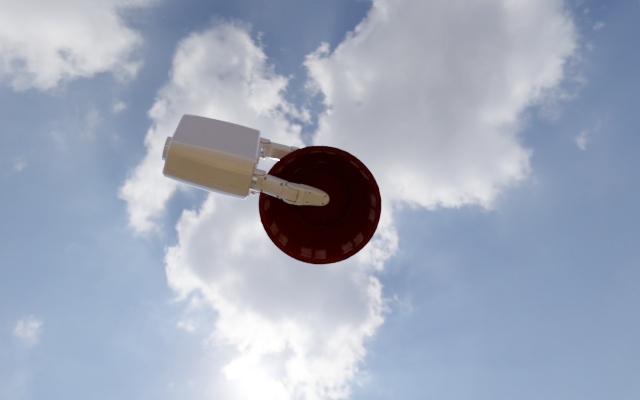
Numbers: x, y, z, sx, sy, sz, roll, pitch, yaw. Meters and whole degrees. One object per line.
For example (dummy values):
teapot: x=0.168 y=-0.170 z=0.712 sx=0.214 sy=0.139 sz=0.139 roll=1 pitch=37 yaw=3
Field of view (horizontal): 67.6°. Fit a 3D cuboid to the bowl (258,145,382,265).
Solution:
bowl: x=0.001 y=0.003 z=0.646 sx=0.162 sy=0.162 sz=0.055 roll=0 pitch=15 yaw=3
